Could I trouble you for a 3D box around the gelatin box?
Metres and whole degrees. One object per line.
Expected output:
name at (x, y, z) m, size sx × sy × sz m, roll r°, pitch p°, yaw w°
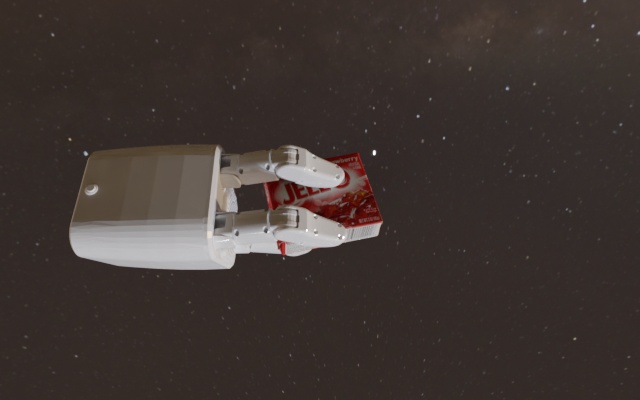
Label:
gelatin box at (0.000, 0.002, 0.413) m, size 0.089 × 0.073 × 0.030 m, roll -10°, pitch -30°, yaw -11°
